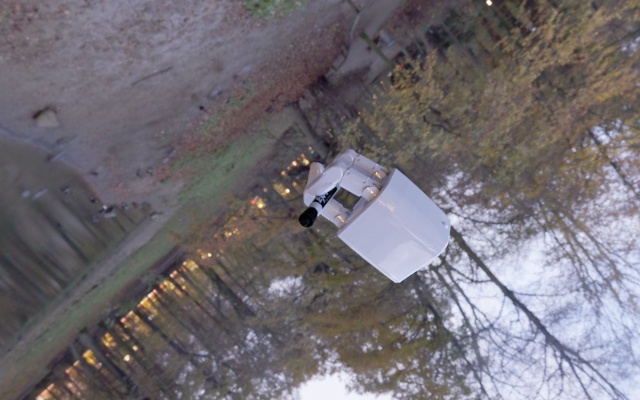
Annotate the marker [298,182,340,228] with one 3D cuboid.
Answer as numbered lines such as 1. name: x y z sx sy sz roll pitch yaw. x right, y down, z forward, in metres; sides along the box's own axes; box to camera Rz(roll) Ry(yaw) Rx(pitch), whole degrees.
1. marker: 0.000 0.002 0.607 0.020 0.020 0.121 0 23 20
